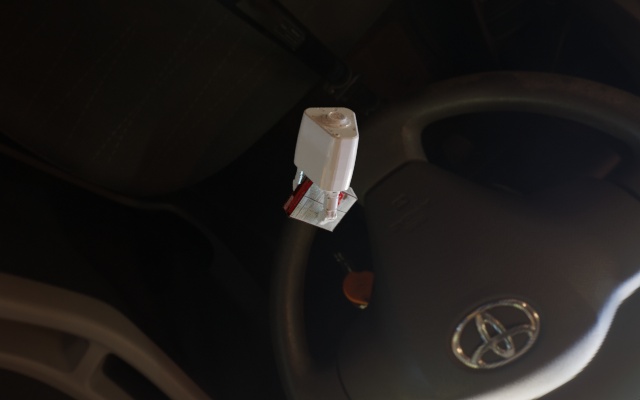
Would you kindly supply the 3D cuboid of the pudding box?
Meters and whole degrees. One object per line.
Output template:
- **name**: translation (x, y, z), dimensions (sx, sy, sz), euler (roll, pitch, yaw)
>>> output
- **pudding box**: translation (0.000, 0.003, 0.892), dimensions (0.113, 0.090, 0.039), euler (23, 25, -35)
